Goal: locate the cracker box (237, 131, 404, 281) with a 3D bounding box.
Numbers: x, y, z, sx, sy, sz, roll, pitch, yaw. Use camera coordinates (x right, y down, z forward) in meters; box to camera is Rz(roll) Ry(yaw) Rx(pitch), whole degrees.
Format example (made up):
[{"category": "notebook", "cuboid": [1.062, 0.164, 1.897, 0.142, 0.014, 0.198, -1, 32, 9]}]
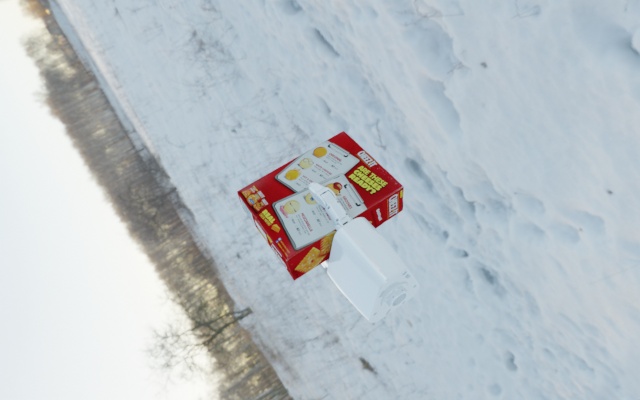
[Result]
[{"category": "cracker box", "cuboid": [0.000, 0.003, 0.769, 0.213, 0.164, 0.072, -31, -36, -15]}]
